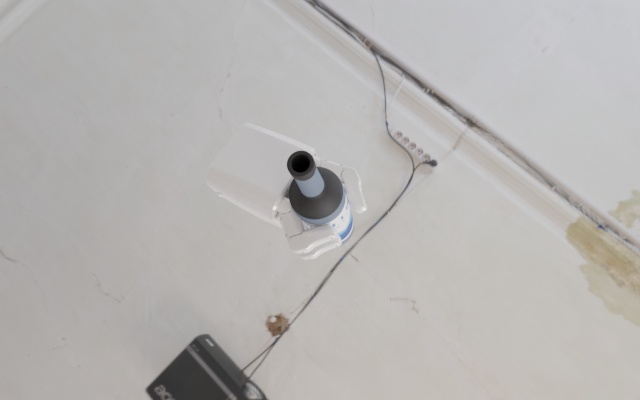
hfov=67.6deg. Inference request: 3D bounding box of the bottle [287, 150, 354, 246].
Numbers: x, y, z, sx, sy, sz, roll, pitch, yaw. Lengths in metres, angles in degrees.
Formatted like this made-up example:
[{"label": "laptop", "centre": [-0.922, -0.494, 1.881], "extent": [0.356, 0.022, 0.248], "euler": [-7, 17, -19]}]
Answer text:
[{"label": "bottle", "centre": [0.000, 0.002, 0.602], "extent": [0.069, 0.069, 0.296], "euler": [0, -15, 8]}]
